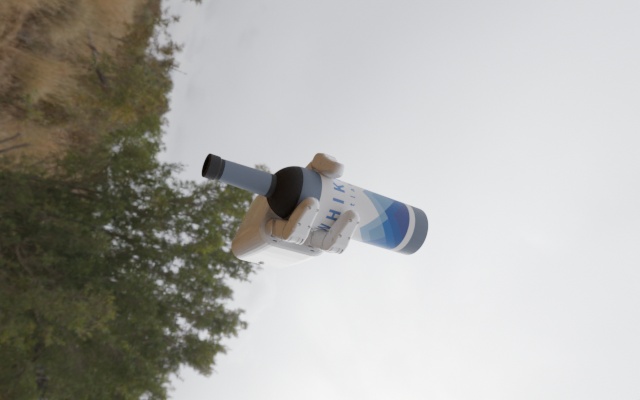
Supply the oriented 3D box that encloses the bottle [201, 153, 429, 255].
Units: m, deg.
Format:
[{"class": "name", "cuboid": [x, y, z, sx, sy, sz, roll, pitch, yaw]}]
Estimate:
[{"class": "bottle", "cuboid": [0.000, 0.002, 0.585, 0.296, 0.069, 0.069, 18, -8, -27]}]
